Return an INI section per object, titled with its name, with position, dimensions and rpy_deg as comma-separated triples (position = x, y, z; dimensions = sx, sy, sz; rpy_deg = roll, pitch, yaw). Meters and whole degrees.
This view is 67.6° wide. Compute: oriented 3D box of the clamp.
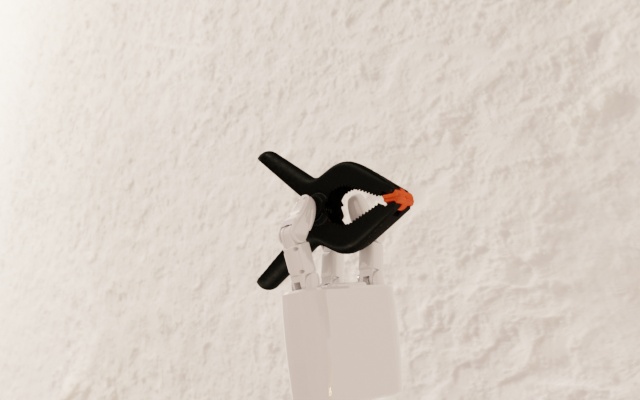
[clamp]
position = 0.000, 0.002, 0.512
dimensions = 0.210, 0.164, 0.036
rpy_deg = -18, -18, 39
